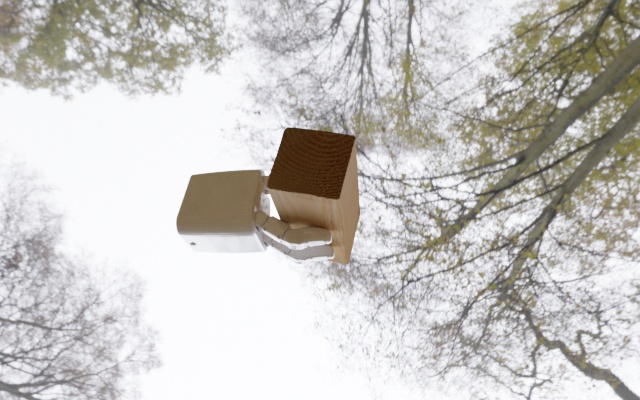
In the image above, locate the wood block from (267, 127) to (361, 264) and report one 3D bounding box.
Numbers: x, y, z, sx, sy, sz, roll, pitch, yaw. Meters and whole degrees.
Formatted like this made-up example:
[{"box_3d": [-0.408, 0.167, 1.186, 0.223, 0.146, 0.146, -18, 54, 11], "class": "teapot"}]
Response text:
[{"box_3d": [0.000, 0.002, 0.646, 0.090, 0.090, 0.206, 9, -26, 11], "class": "wood block"}]
